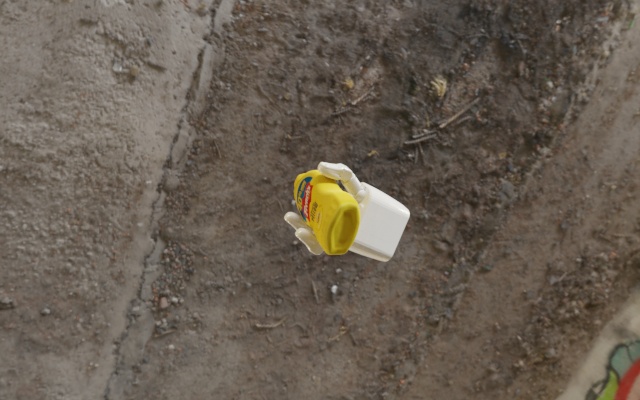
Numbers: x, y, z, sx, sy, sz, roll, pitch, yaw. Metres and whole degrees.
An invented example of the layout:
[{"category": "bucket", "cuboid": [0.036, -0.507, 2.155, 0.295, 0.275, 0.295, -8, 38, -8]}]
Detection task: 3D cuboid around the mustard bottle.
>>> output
[{"category": "mustard bottle", "cuboid": [0.000, 0.003, 0.802, 0.058, 0.096, 0.191, -1, 28, -24]}]
